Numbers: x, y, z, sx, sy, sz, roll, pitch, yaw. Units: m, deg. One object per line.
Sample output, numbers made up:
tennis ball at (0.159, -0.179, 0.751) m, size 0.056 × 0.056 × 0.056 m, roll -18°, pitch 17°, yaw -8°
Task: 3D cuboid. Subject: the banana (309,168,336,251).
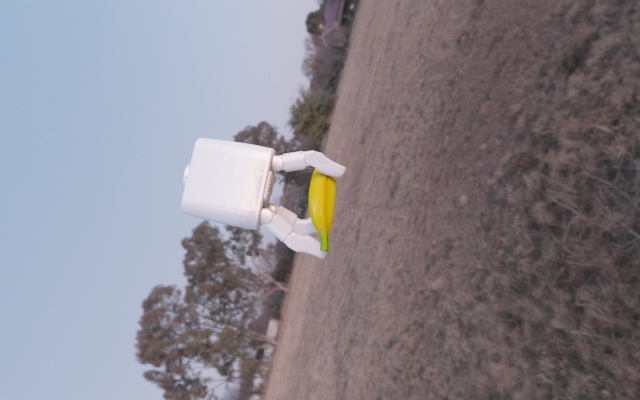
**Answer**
banana at (0.002, -0.012, 0.690) m, size 0.037 × 0.070 × 0.197 m, roll 8°, pitch 31°, yaw -1°
